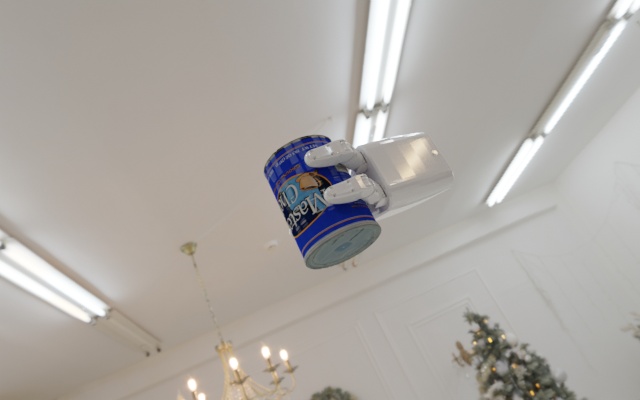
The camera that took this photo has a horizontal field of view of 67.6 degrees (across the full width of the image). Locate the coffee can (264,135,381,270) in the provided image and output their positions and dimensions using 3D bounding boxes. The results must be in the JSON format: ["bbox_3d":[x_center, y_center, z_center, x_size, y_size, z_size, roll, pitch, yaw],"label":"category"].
[{"bbox_3d":[0.000,0.002,0.611,0.103,0.140,0.103,-22,-25,-11],"label":"coffee can"}]
